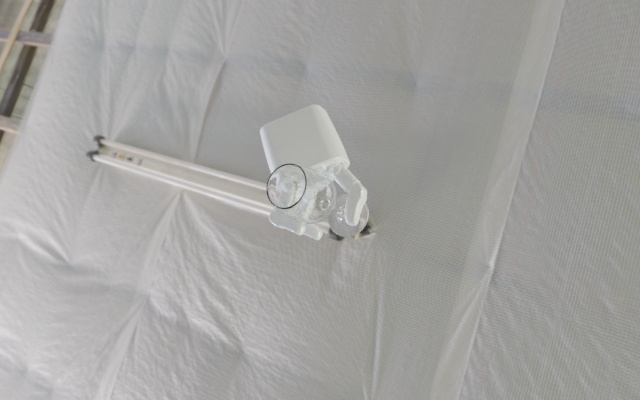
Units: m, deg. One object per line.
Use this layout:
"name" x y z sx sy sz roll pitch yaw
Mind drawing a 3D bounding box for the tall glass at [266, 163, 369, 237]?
"tall glass" 0.001 0.003 0.707 0.079 0.079 0.201 0 -12 27
